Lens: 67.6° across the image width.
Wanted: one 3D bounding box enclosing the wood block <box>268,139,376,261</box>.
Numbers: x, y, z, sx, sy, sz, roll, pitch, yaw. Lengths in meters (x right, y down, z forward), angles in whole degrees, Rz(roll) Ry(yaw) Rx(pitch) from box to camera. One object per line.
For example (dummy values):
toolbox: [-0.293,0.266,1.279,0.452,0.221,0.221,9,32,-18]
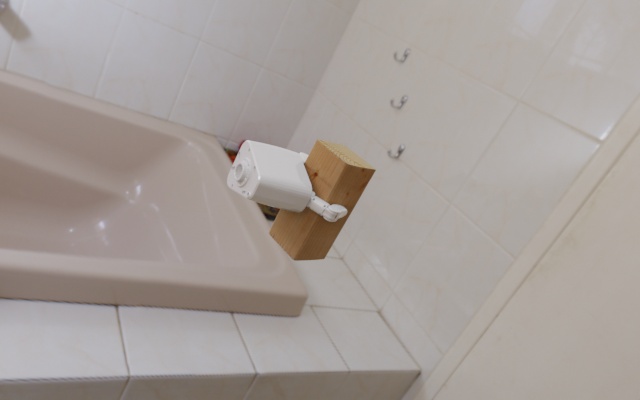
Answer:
wood block: [0.000,0.003,0.888,0.090,0.206,0.090,5,30,-49]
